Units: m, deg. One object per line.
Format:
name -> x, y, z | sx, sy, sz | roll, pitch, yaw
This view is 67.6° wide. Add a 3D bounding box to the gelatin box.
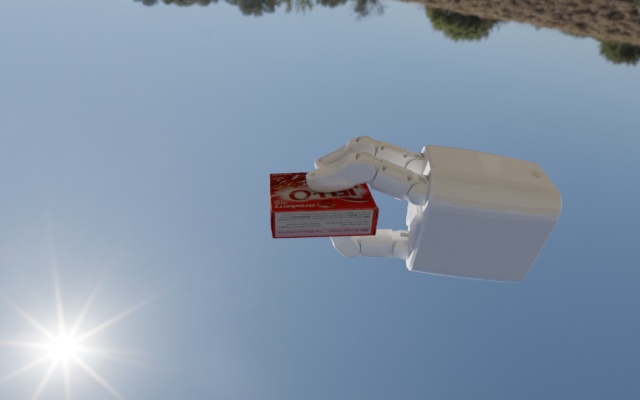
gelatin box -> 0.000, 0.002, 0.419 | 0.089, 0.030, 0.073 | -2, 28, -6
